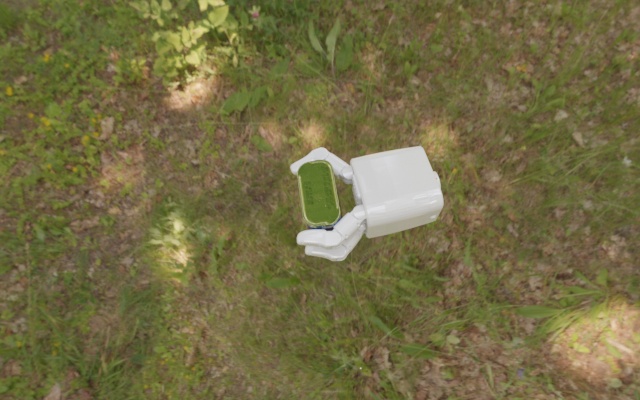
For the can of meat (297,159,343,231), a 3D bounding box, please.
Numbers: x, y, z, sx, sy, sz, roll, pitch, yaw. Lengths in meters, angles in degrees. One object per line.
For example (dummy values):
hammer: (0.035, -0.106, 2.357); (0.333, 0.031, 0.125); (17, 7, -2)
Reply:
can of meat: (0.000, 0.002, 0.683); (0.057, 0.102, 0.084); (-10, -20, 1)
